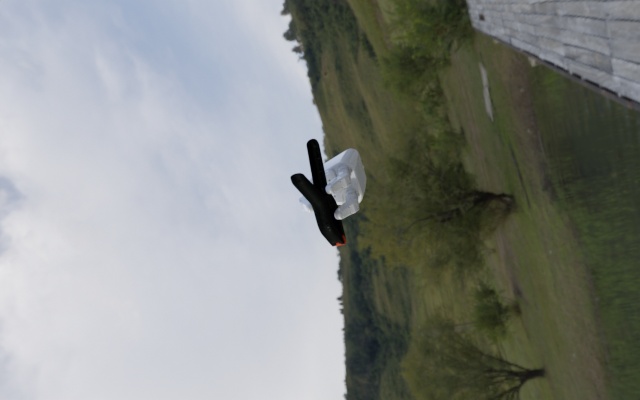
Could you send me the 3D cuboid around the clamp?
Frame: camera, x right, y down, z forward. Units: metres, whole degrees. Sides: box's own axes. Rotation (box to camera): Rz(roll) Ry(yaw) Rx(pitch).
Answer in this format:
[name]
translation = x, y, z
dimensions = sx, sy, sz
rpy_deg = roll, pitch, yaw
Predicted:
[clamp]
translation = 0.000, 0.004, 0.898
dimensions = 0.036, 0.210, 0.164
rpy_deg = -13, 20, 19
